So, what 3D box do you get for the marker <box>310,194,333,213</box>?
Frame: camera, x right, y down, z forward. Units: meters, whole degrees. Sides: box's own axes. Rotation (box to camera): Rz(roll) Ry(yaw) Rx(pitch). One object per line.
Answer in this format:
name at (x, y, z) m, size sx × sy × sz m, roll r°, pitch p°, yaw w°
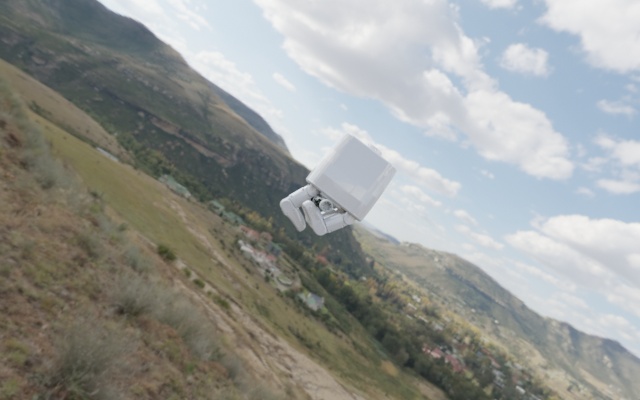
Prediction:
marker at (0.000, 0.003, 0.760) m, size 0.020 × 0.020 × 0.121 m, roll 0°, pitch 6°, yaw -9°
